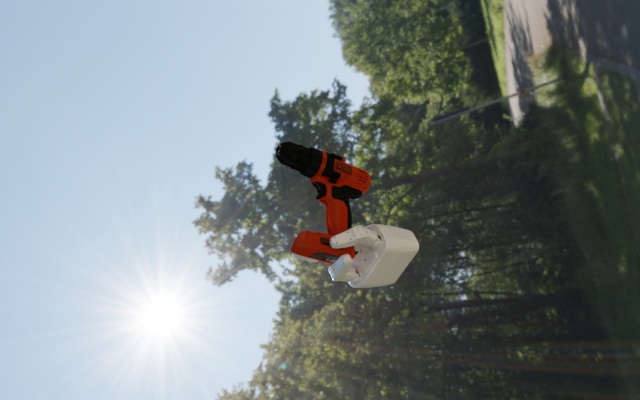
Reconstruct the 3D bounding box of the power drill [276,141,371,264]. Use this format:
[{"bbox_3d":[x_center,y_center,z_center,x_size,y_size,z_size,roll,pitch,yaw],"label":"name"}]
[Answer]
[{"bbox_3d":[0.000,0.003,0.801,0.184,0.187,0.057,19,-28,-24],"label":"power drill"}]
